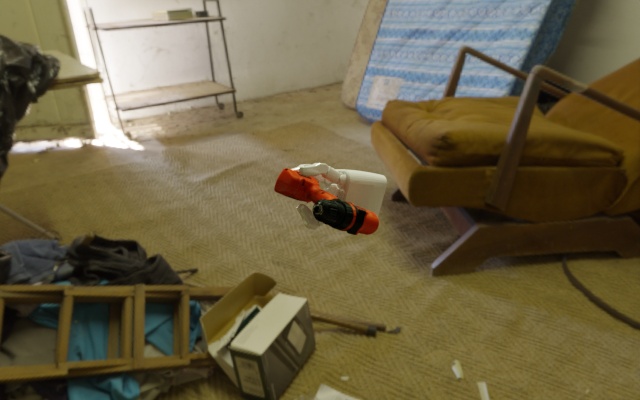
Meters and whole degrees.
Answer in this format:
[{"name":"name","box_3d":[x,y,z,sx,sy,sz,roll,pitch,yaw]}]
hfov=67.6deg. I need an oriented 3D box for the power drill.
[{"name":"power drill","box_3d":[0.000,0.003,0.899,0.187,0.057,0.184,33,8,36]}]
